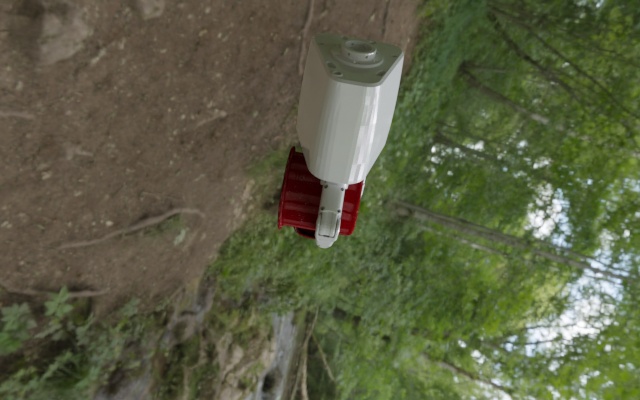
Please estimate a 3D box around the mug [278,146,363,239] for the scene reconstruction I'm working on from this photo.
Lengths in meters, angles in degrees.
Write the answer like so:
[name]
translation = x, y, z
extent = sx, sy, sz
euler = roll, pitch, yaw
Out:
[mug]
translation = 0.000, 0.003, 0.533
extent = 0.081, 0.117, 0.093
euler = 10, 41, 1
